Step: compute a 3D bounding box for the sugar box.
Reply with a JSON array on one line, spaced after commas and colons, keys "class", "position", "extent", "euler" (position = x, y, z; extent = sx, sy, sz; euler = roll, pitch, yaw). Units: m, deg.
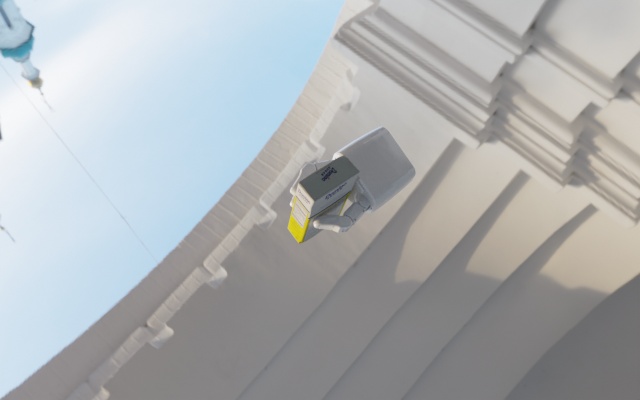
[{"class": "sugar box", "position": [0.000, 0.002, 0.786], "extent": [0.093, 0.048, 0.176], "euler": [-33, -19, -23]}]
